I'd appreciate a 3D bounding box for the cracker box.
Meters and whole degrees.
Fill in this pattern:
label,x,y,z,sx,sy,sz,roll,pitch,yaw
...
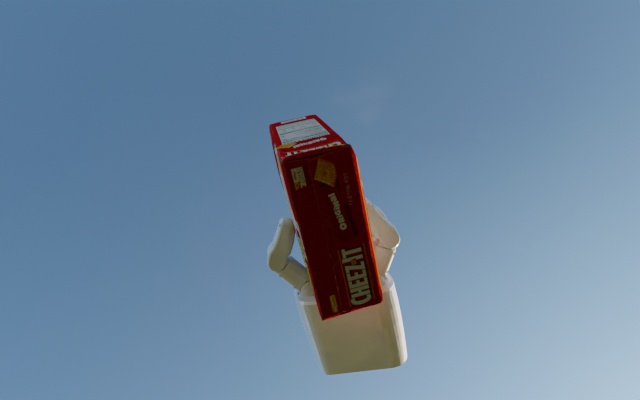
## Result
label,x,y,z,sx,sy,sz,roll,pitch,yaw
cracker box,0.000,0.002,0.528,0.072,0.164,0.213,-15,19,-4
